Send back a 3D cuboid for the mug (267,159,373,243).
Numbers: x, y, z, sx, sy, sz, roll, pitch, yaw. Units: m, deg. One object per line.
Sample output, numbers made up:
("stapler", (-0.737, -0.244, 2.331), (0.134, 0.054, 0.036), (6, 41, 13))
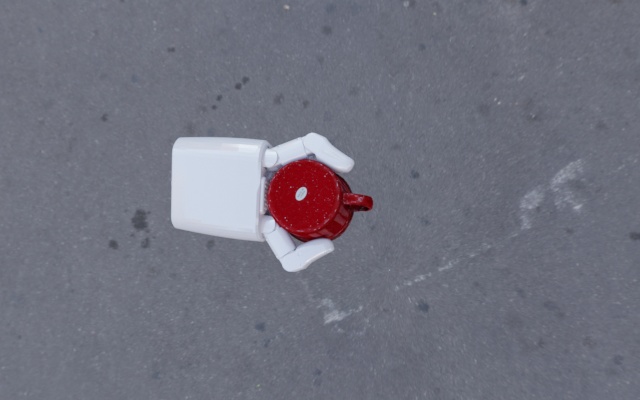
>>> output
("mug", (0.001, 0.002, 0.535), (0.117, 0.093, 0.081), (4, -8, 10))
